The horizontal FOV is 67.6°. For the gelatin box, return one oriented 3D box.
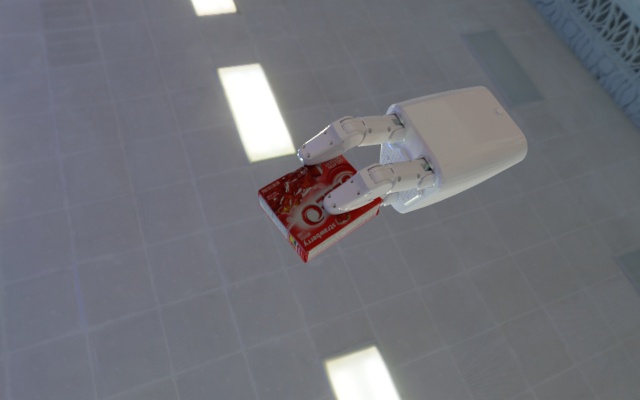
[{"bbox_3d":[0.000,0.002,0.431,0.089,0.073,0.030,-32,-22,-20],"label":"gelatin box"}]
